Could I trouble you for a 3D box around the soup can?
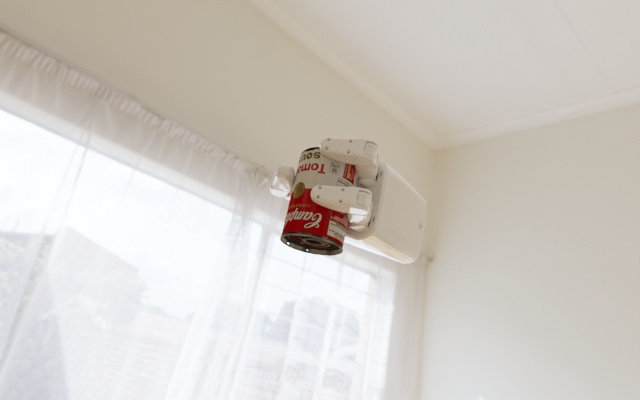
[{"bbox_3d":[0.000,0.001,0.520,0.068,0.102,0.068,11,-20,4],"label":"soup can"}]
